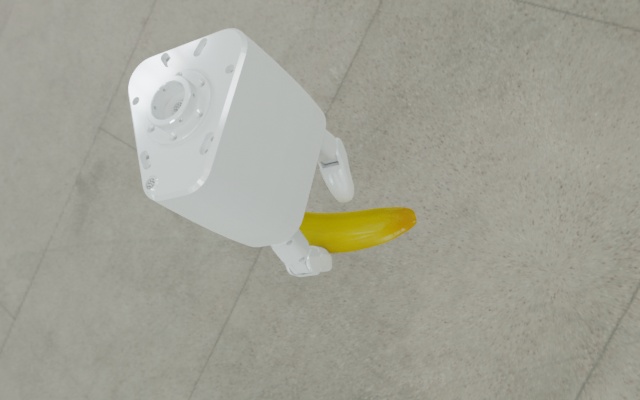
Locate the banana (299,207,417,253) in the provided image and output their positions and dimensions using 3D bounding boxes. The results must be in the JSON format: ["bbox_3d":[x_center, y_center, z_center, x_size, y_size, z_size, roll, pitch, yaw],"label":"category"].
[{"bbox_3d":[-0.010,0.017,0.452,0.198,0.069,0.037,14,-21,32],"label":"banana"}]
